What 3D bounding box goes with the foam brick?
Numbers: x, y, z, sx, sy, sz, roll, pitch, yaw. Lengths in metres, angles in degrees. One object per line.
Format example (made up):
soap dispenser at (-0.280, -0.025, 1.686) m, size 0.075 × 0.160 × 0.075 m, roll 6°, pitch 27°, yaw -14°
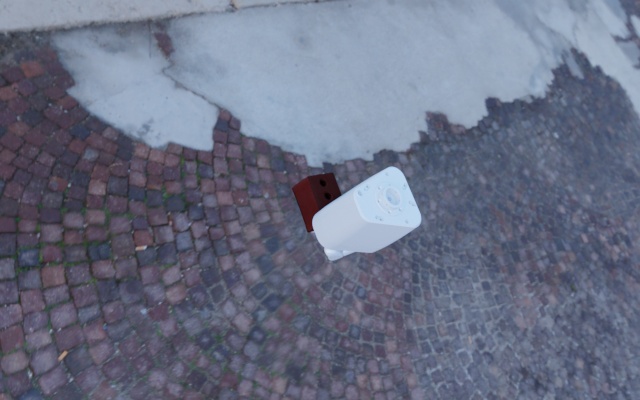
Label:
foam brick at (0.000, 0.002, 0.743) m, size 0.053 × 0.078 × 0.051 m, roll -11°, pitch -16°, yaw -36°
